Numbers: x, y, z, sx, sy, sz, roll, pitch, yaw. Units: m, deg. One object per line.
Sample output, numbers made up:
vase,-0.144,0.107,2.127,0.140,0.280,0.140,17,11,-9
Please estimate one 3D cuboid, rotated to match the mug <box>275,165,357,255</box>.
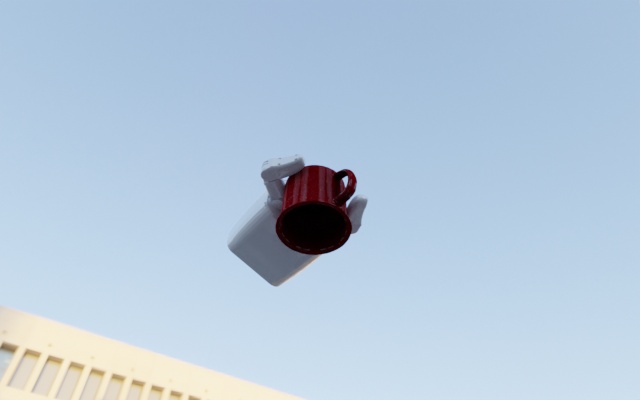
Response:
mug,0.001,0.001,0.602,0.093,0.081,0.117,33,-56,-25
